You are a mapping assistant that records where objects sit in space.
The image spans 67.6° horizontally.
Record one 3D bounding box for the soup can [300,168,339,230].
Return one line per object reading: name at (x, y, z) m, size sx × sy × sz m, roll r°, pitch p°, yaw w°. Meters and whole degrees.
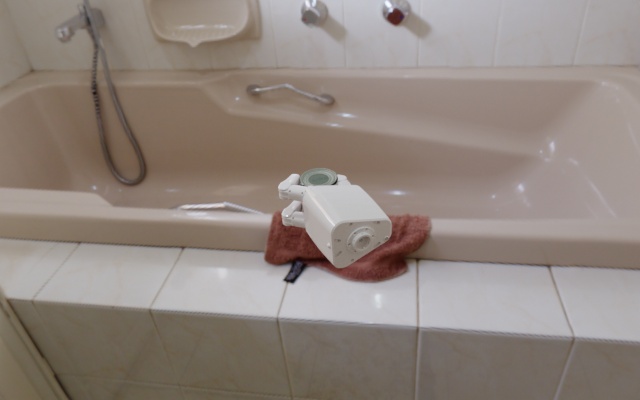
soup can at (0.000, 0.002, 0.844) m, size 0.068 × 0.102 × 0.068 m, roll -3°, pitch 34°, yaw 2°
